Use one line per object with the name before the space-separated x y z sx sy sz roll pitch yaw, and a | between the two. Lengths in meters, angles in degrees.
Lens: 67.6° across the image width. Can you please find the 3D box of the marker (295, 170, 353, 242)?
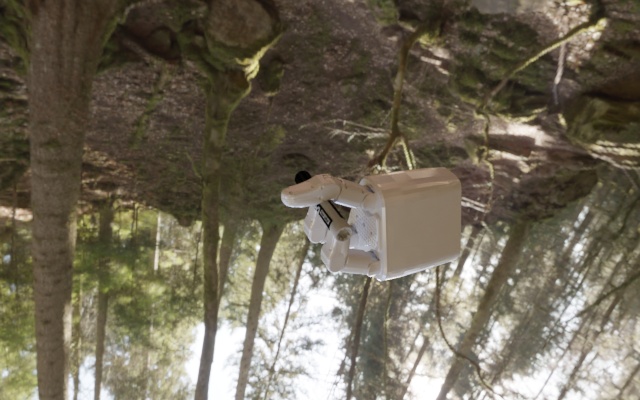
marker | 0.000 0.002 0.497 0.020 0.020 0.121 0 30 -26
